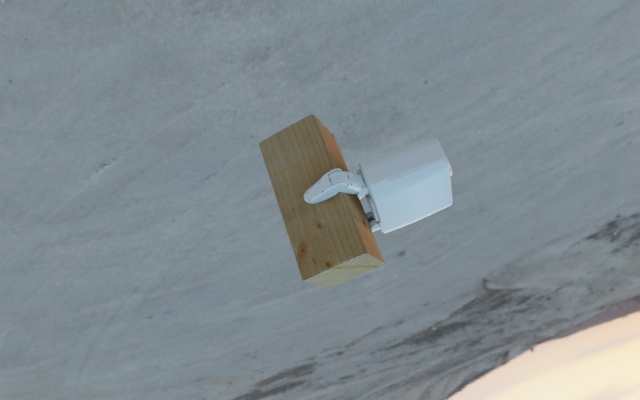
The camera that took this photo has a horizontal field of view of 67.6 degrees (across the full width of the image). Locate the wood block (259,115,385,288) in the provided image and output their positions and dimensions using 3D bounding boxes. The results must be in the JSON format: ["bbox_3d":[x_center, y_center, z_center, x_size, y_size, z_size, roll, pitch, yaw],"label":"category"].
[{"bbox_3d":[0.000,0.002,0.649,0.090,0.206,0.091,-26,-24,14],"label":"wood block"}]
